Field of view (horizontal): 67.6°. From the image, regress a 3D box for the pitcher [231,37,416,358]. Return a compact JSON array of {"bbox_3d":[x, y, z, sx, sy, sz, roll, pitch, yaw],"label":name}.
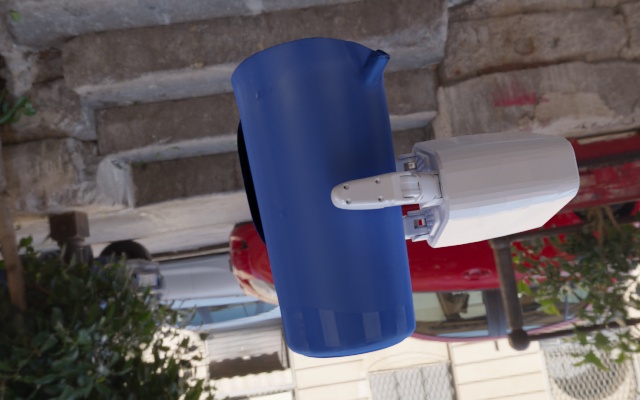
[{"bbox_3d":[0.000,0.001,0.414,0.145,0.243,0.149,-9,-6,-1],"label":"pitcher"}]
